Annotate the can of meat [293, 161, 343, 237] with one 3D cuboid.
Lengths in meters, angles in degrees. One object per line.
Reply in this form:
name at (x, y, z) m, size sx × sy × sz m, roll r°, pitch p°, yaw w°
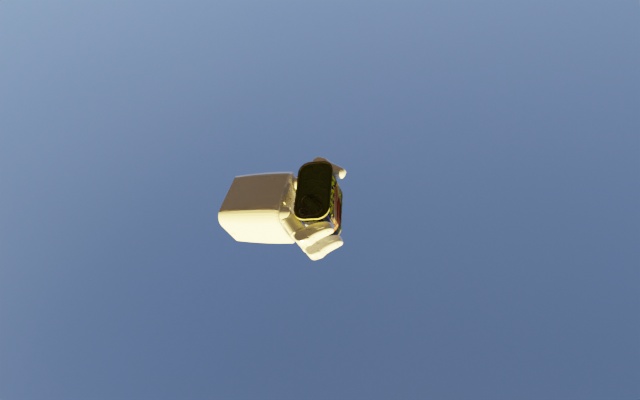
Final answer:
can of meat at (0.000, 0.003, 0.763) m, size 0.057 × 0.102 × 0.084 m, roll -4°, pitch -29°, yaw 16°
